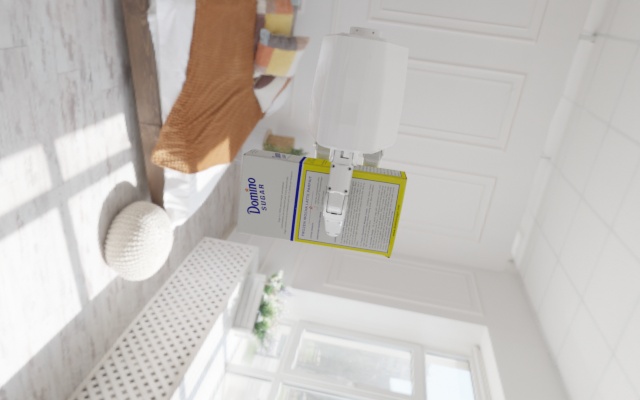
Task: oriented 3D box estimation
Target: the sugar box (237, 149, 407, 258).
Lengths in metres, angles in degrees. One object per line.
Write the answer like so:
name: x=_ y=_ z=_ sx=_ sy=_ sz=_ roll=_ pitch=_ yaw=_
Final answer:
sugar box: x=0.000 y=0.001 z=0.531 sx=0.176 sy=0.093 sz=0.048 roll=10 pitch=16 yaw=6
